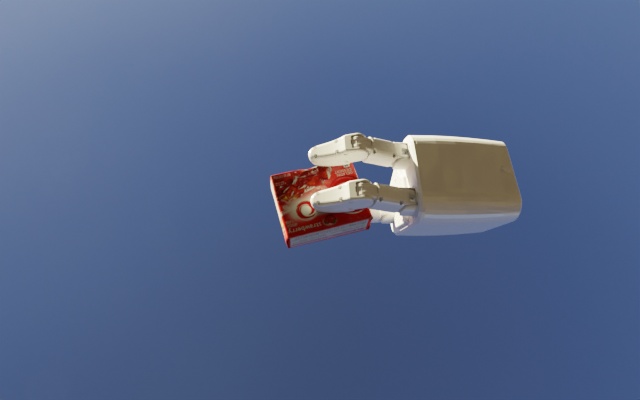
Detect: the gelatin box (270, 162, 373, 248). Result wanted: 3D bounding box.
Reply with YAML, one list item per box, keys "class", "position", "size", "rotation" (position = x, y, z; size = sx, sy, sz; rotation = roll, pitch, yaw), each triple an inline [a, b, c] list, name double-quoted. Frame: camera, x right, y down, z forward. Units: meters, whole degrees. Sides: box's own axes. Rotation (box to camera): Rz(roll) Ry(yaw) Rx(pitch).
- class: "gelatin box"
  position: [0.000, 0.002, 0.486]
  size: [0.089, 0.073, 0.030]
  rotation: [-13, -27, -9]
